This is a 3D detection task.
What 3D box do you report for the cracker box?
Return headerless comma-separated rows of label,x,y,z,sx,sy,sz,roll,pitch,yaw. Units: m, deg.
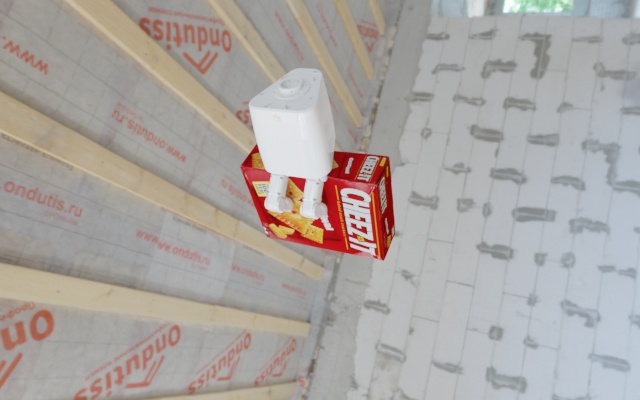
cracker box,0.000,0.002,0.739,0.213,0.164,0.072,9,47,22
